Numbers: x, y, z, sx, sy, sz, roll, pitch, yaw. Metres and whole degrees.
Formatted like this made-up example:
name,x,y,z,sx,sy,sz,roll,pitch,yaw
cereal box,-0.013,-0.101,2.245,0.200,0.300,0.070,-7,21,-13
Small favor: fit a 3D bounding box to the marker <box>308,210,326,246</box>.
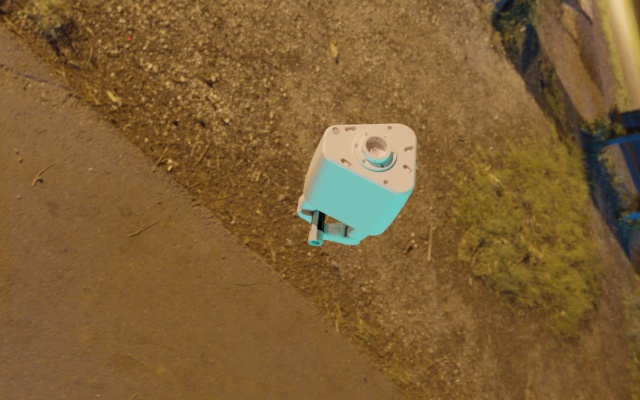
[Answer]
name,x,y,z,sx,sy,sz,roll,pitch,yaw
marker,0.000,0.002,0.643,0.020,0.121,0.020,6,-28,3
